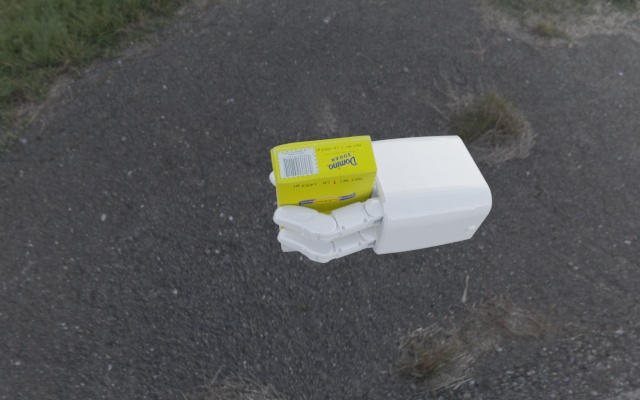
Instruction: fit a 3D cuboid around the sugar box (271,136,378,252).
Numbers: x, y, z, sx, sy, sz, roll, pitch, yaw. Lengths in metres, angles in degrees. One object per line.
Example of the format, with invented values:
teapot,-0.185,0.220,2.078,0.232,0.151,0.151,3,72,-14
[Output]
sugar box,0.000,0.002,0.502,0.093,0.048,0.176,-7,-28,-5
